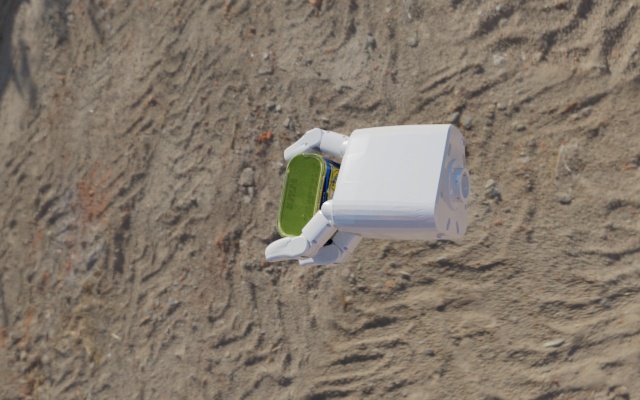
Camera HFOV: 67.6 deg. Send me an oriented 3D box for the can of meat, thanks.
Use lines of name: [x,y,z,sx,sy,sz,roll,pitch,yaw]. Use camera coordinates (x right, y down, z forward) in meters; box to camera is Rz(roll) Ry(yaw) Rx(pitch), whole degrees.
can of meat: [0.000,0.002,0.547,0.057,0.102,0.084,6,-6,34]
